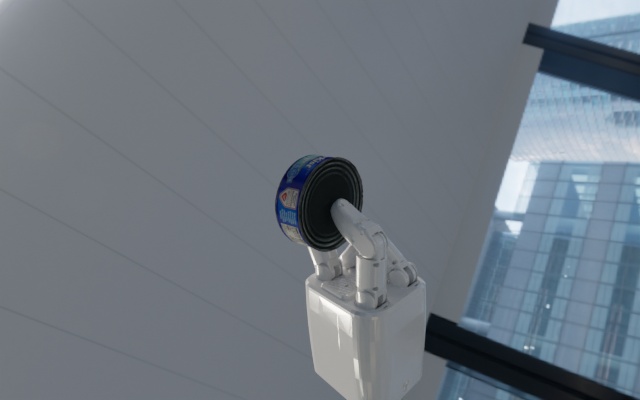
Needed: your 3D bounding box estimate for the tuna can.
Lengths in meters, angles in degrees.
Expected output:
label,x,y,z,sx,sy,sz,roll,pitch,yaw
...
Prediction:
label,x,y,z,sx,sy,sz,roll,pitch,yaw
tuna can,0.000,0.001,0.436,0.033,0.086,0.086,13,9,41
